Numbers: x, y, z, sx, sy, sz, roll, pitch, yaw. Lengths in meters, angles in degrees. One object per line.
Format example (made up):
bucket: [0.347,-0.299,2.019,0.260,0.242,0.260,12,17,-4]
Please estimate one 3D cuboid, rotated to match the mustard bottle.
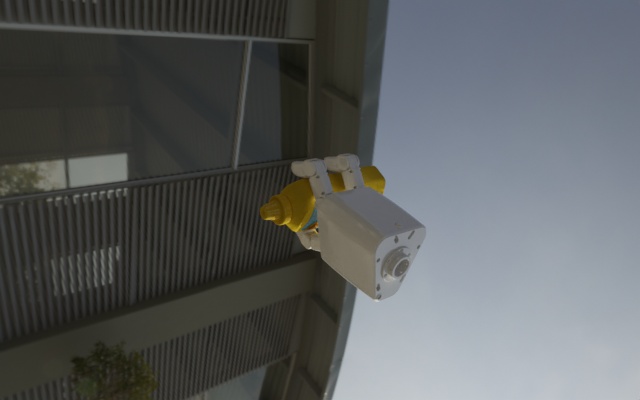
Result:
mustard bottle: [0.000,0.002,0.684,0.191,0.058,0.096,-12,-32,-37]
